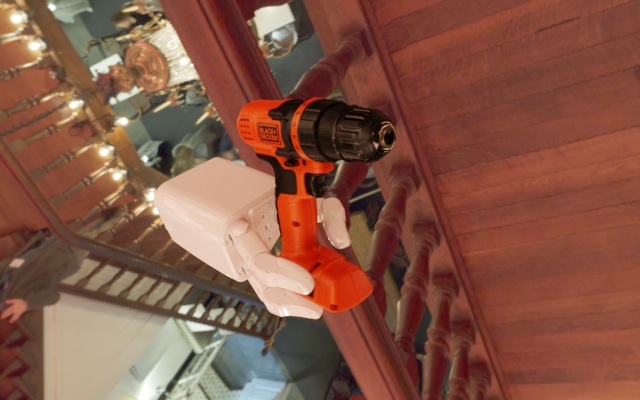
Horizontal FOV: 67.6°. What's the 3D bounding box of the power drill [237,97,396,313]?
[{"bbox_3d":[0.000,0.002,0.429,0.057,0.188,0.184,-21,23,-33],"label":"power drill"}]
